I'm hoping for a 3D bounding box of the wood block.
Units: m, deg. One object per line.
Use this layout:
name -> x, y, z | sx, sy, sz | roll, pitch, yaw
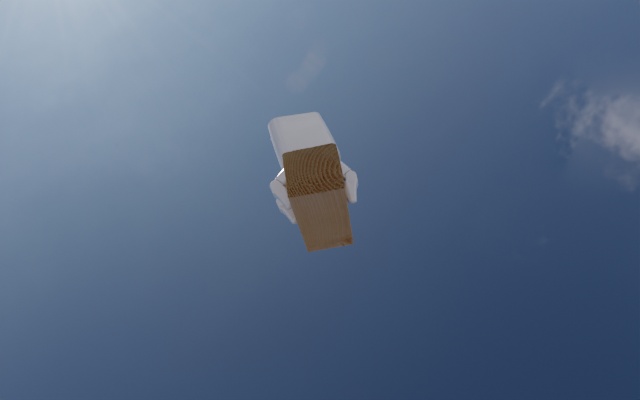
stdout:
wood block -> 0.000, 0.002, 0.833 | 0.091, 0.090, 0.206 | -11, -30, 2
